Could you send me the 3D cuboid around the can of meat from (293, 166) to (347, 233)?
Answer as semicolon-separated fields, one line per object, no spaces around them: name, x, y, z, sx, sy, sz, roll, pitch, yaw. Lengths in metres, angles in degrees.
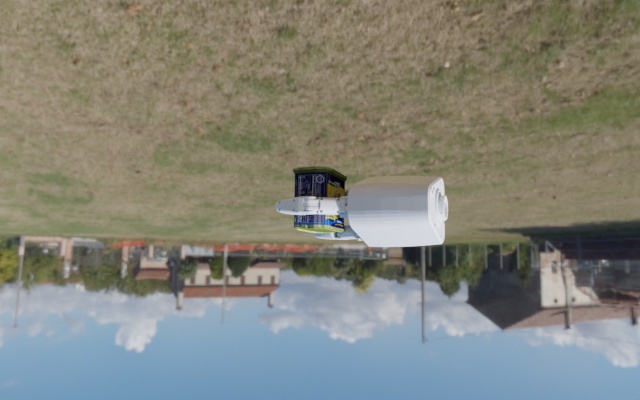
can of meat;0.000;0.003;0.680;0.057;0.084;0.102;-2;-8;21
